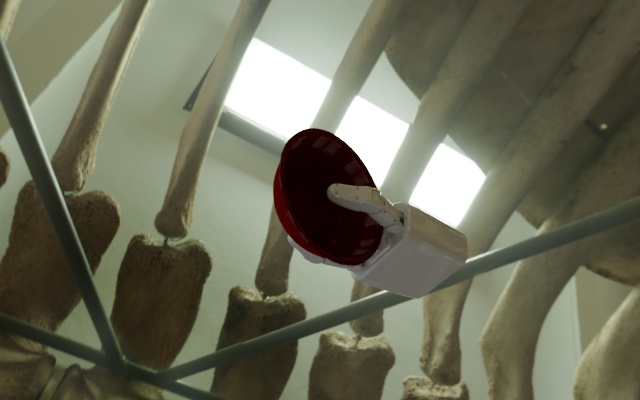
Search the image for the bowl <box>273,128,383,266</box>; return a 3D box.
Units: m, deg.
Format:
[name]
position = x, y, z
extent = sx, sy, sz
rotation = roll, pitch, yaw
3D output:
[bowl]
position = -0.001, 0.001, 0.544
extent = 0.055, 0.162, 0.162
rotation = -26, -17, 40
